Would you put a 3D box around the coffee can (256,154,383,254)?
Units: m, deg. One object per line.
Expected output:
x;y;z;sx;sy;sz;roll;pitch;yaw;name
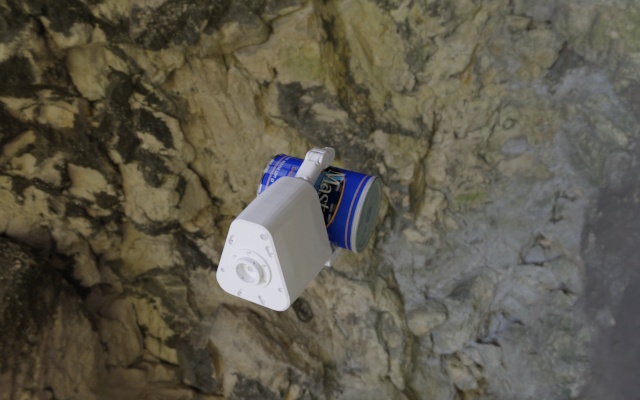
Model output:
0.000;0.002;0.637;0.140;0.103;0.103;15;5;19;coffee can
